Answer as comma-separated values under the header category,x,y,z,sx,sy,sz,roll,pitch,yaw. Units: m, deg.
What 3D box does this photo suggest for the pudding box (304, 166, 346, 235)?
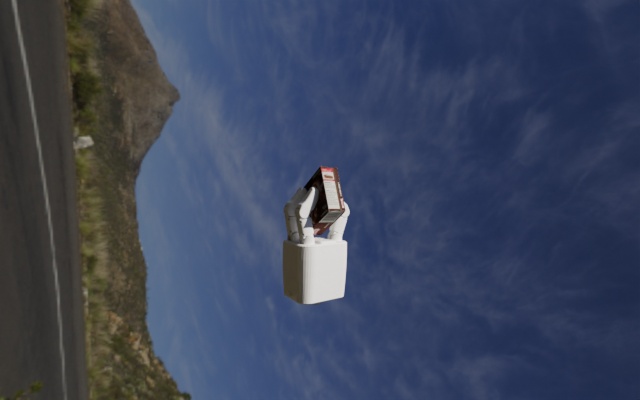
category,x,y,z,sx,sy,sz,roll,pitch,yaw
pudding box,0.000,0.003,0.872,0.039,0.090,0.113,2,-26,-27
